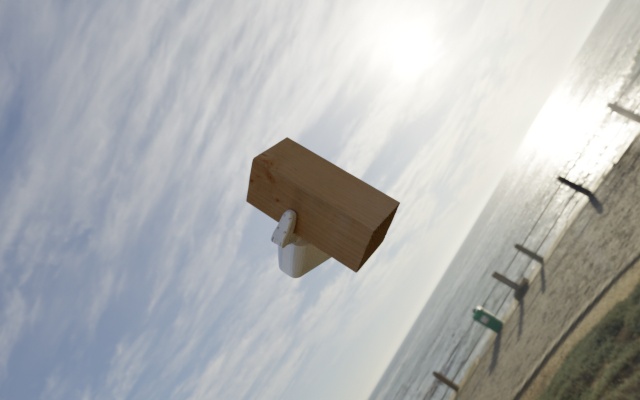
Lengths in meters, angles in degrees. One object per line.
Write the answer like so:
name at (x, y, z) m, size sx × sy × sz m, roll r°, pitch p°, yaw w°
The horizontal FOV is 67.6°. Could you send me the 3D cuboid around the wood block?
wood block at (0.000, 0.003, 0.716) m, size 0.206 × 0.090 × 0.090 m, roll 31°, pitch 42°, yaw 17°
